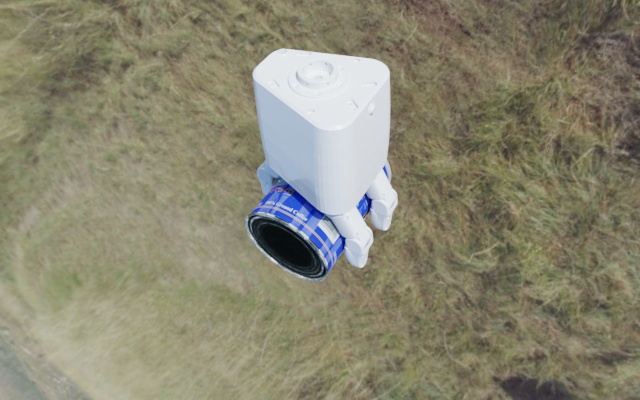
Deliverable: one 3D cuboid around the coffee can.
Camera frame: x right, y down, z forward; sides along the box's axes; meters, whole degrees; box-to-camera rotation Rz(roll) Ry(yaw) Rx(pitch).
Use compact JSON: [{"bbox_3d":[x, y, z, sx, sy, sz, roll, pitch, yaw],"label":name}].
[{"bbox_3d":[0.000,0.002,0.521,0.103,0.103,0.140,0,44,47],"label":"coffee can"}]
